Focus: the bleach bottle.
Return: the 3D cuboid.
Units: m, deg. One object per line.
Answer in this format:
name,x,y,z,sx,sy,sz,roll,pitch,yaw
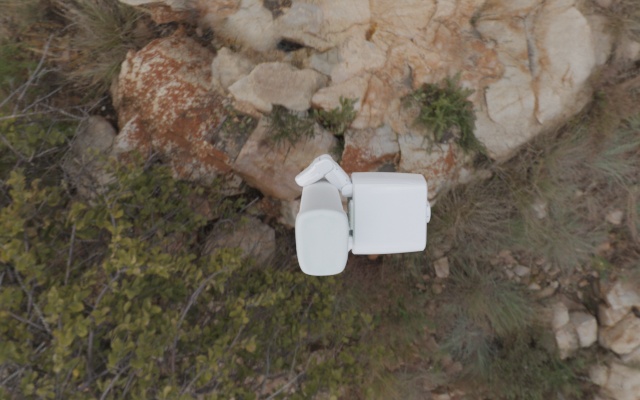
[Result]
bleach bottle,0.000,0.002,0.715,0.068,0.103,0.250,-1,26,-1
